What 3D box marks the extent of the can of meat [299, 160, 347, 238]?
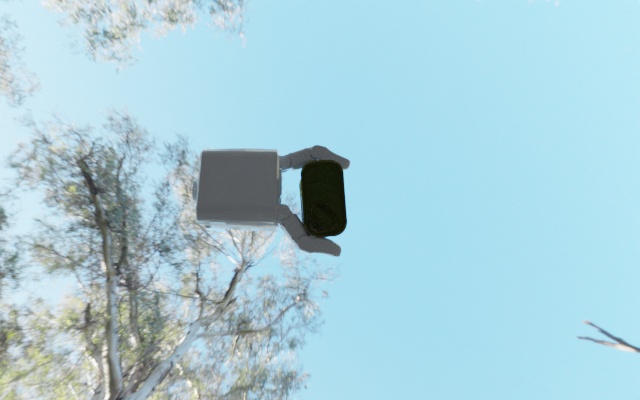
[{"bbox_3d":[0.000,0.002,0.664,0.057,0.102,0.084,-3,-7,-7],"label":"can of meat"}]
